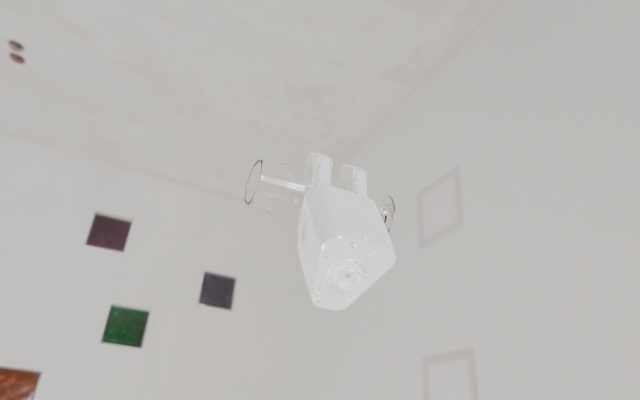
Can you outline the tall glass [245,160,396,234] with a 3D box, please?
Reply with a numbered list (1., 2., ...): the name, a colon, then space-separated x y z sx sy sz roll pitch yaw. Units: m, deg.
1. tall glass: 0.001 0.002 0.663 0.201 0.079 0.079 17 -6 -21
